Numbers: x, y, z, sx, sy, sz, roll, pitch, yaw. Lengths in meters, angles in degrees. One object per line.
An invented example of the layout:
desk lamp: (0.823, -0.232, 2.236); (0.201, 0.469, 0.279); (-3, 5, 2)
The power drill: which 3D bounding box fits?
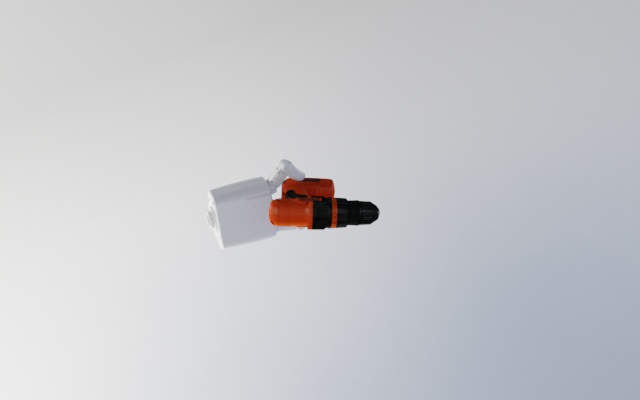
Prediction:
power drill: (0.000, 0.003, 0.857); (0.184, 0.057, 0.187); (2, 13, -6)
